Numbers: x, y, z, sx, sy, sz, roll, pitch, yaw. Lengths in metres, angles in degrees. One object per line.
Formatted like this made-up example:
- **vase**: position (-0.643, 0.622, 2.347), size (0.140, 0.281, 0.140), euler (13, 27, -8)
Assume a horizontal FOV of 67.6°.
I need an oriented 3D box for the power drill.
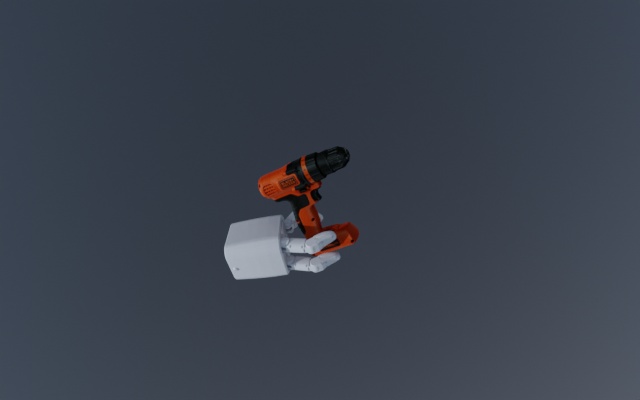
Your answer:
- **power drill**: position (0.000, 0.003, 0.891), size (0.184, 0.188, 0.057), euler (-20, 21, 23)
